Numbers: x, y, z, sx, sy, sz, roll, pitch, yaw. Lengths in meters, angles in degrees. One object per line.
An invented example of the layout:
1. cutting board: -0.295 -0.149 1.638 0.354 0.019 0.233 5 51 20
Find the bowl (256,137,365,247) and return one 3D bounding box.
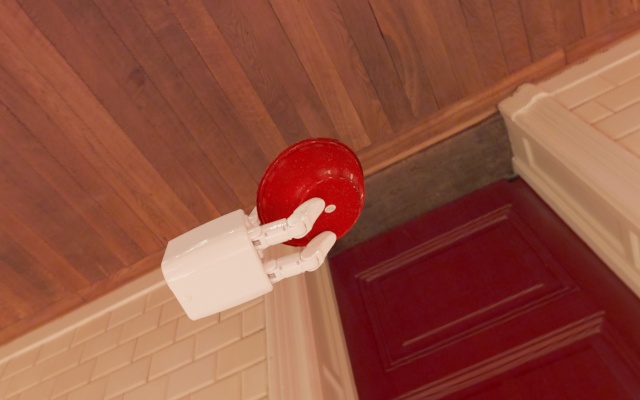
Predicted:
1. bowl: 0.001 0.001 0.627 0.162 0.162 0.055 0 24 -29
